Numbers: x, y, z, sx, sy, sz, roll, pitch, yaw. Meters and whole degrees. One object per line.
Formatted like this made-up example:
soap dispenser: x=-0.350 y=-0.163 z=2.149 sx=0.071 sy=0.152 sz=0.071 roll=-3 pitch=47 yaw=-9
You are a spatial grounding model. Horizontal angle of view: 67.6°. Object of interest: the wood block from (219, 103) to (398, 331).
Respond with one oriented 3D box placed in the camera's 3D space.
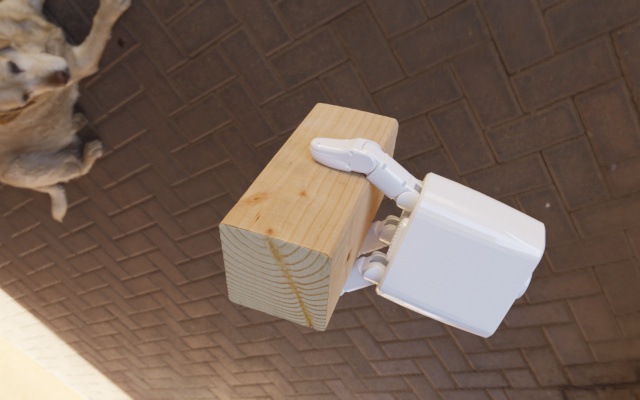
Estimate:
wood block: x=0.000 y=0.001 z=0.442 sx=0.090 sy=0.091 sz=0.206 roll=15 pitch=41 yaw=14
